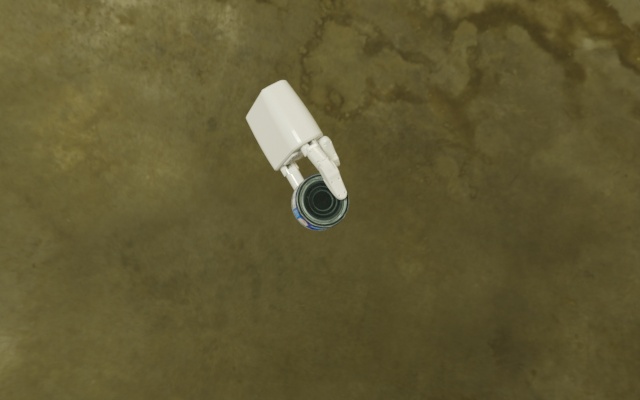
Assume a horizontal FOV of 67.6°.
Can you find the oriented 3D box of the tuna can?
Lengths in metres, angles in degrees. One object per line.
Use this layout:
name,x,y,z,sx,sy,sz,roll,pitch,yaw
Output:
tuna can,0.000,0.002,0.733,0.086,0.086,0.034,0,-10,-15
